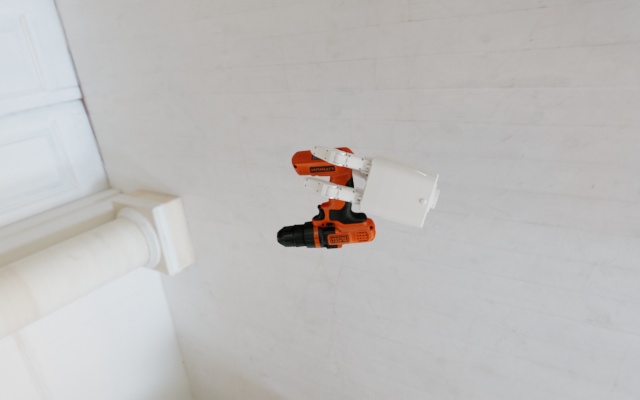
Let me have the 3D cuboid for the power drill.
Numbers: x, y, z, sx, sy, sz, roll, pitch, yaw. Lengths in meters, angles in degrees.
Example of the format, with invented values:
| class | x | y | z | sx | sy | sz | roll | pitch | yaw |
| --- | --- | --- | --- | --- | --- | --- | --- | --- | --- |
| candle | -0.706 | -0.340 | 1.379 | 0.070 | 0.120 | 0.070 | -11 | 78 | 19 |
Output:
| class | x | y | z | sx | sy | sz | roll | pitch | yaw |
| --- | --- | --- | --- | --- | --- | --- | --- | --- | --- |
| power drill | 0.000 | 0.002 | 0.849 | 0.184 | 0.188 | 0.057 | -6 | 32 | 6 |
